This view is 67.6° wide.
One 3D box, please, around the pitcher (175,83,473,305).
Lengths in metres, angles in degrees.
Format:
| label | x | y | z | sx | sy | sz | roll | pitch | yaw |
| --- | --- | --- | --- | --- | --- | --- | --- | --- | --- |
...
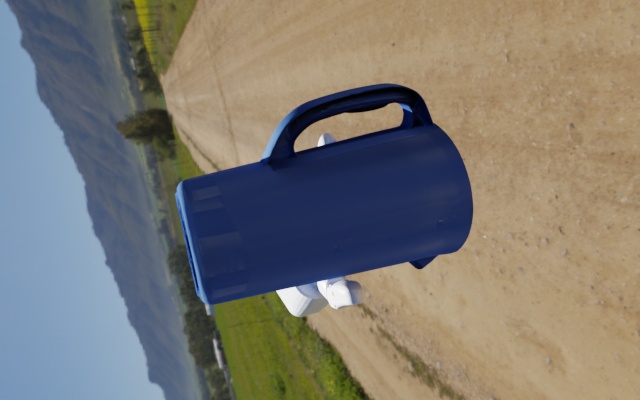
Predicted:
| label | x | y | z | sx | sy | sz | roll | pitch | yaw |
| --- | --- | --- | --- | --- | --- | --- | --- | --- | --- |
| pitcher | 0.000 | 0.002 | 0.430 | 0.243 | 0.149 | 0.145 | -13 | -21 | -17 |
